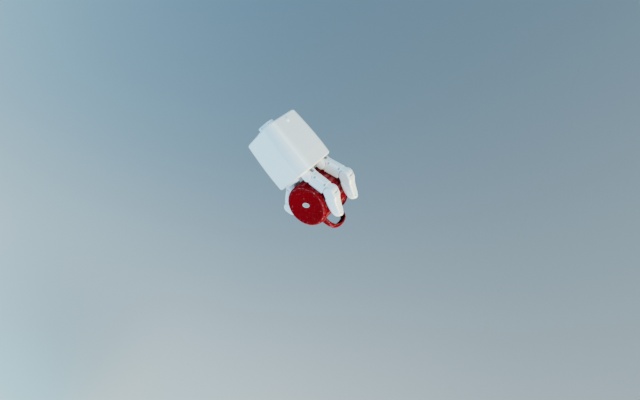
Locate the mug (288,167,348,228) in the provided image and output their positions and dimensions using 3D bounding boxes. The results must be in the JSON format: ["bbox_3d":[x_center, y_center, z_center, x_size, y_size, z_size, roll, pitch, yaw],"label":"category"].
[{"bbox_3d":[0.001,0.004,0.899,0.093,0.117,0.081,-36,5,42],"label":"mug"}]
